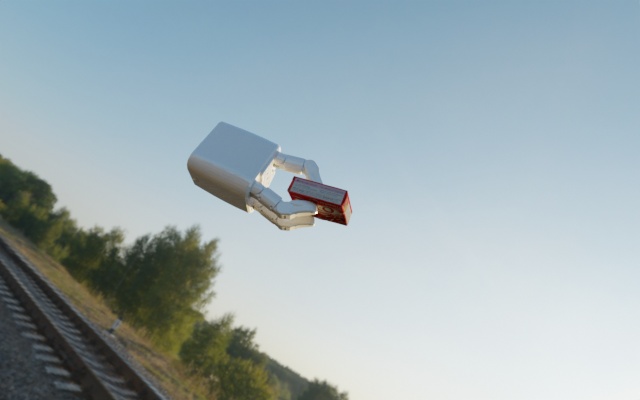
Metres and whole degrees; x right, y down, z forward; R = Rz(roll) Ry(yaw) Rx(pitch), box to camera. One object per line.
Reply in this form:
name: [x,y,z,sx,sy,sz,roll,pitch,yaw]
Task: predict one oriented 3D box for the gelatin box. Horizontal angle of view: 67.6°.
gelatin box: [0.001,0.002,0.724,0.089,0.030,0.073,15,-23,16]
